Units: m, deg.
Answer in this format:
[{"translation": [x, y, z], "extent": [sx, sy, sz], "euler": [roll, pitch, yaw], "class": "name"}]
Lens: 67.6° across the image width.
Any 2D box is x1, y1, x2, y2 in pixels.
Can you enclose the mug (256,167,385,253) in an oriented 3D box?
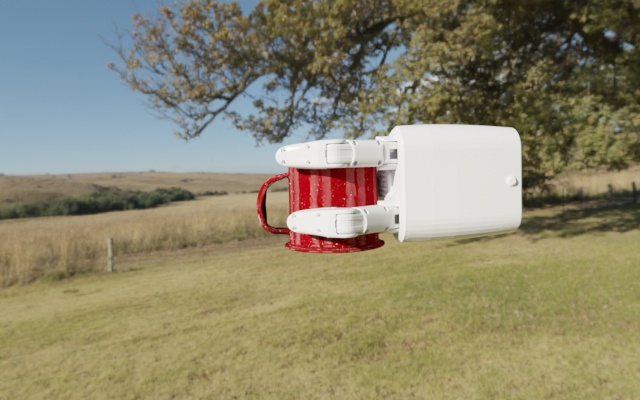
[{"translation": [-0.001, 0.001, 0.439], "extent": [0.117, 0.081, 0.093], "euler": [-2, 3, -6], "class": "mug"}]
